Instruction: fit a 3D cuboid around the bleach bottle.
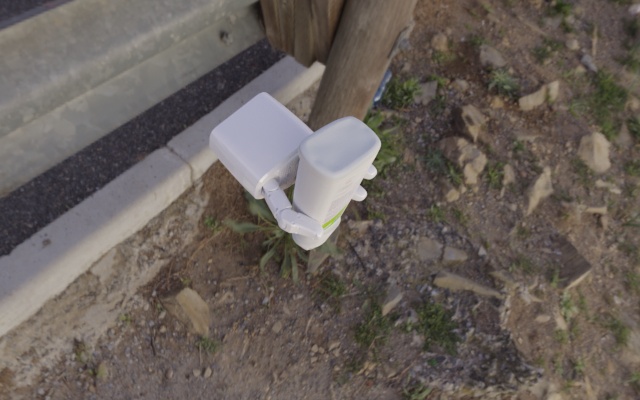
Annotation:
[{"bbox_3d":[0.000,0.002,0.648,0.102,0.068,0.251,-35,-19,-31],"label":"bleach bottle"}]
